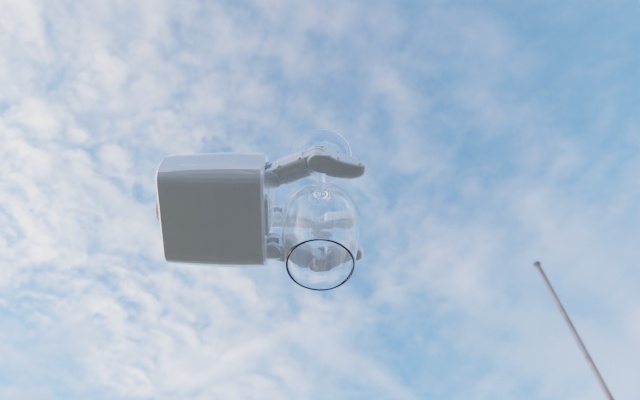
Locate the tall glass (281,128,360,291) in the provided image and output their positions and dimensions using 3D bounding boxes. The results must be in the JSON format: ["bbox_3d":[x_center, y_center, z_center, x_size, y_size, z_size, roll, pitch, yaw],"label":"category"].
[{"bbox_3d":[0.000,0.001,0.502,0.079,0.079,0.201,0,34,0],"label":"tall glass"}]
